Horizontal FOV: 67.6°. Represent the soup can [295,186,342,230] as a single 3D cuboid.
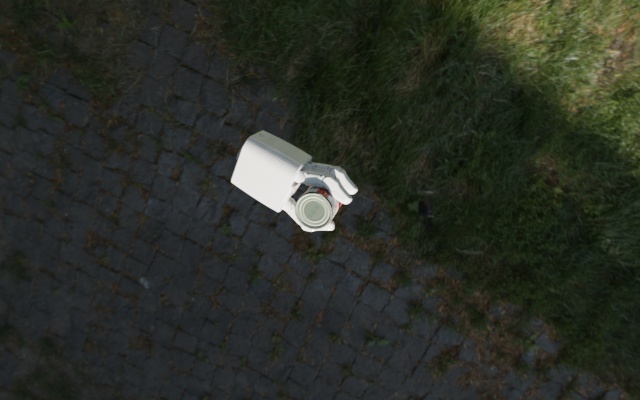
[{"bbox_3d":[0.000,0.003,0.840,0.068,0.068,0.102,0,18,14],"label":"soup can"}]
